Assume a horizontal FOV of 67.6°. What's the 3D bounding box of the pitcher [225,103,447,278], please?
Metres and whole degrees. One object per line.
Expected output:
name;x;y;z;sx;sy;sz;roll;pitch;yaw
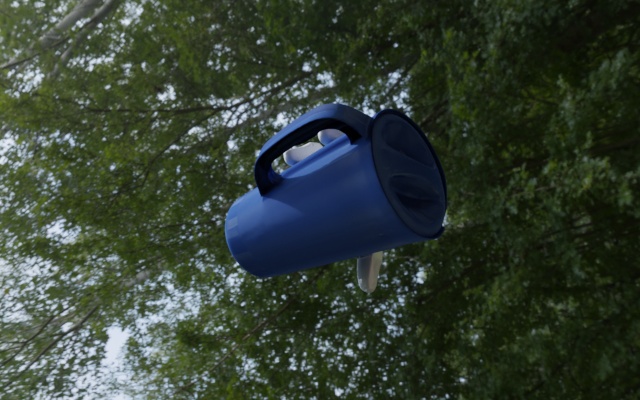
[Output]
pitcher;0.000;0.002;0.522;0.243;0.149;0.145;-23;-8;37
